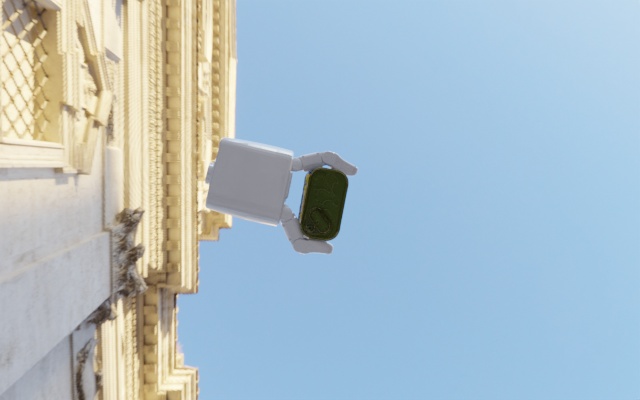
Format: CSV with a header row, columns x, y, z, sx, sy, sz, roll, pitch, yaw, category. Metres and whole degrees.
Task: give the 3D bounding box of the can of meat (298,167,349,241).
x,y,z,sx,sy,sz,roll,pitch,yaw,category
0.000,0.002,0.710,0.057,0.102,0.084,10,3,-9,can of meat
